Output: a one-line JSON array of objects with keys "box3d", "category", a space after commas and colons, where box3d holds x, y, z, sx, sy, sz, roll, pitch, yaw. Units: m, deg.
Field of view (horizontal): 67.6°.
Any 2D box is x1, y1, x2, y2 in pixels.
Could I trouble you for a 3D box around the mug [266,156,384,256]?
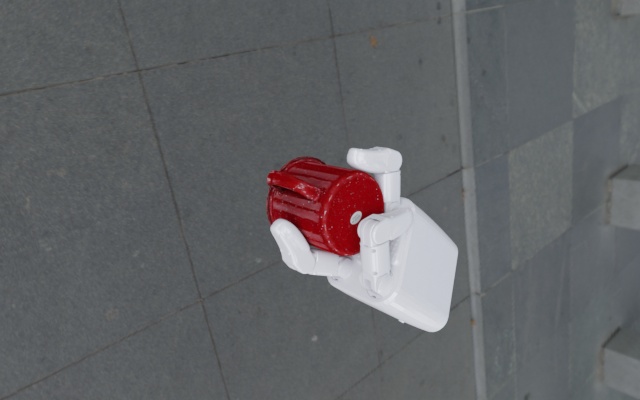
[{"box3d": [-0.001, 0.001, 0.460, 0.117, 0.093, 0.081, 34, -13, -39], "category": "mug"}]
